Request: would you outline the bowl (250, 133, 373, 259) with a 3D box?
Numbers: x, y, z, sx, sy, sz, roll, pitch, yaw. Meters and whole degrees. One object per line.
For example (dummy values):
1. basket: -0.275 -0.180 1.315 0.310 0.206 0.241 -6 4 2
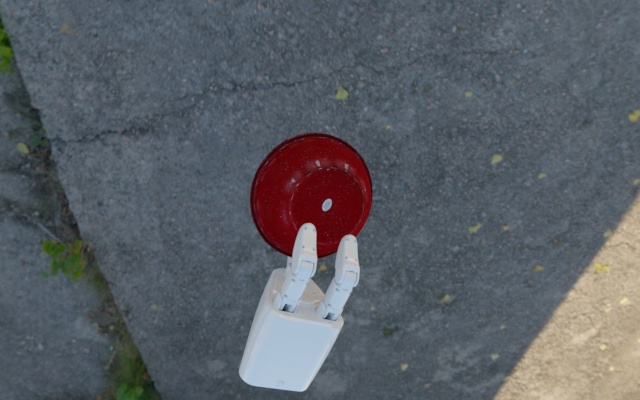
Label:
1. bowl: 0.000 0.001 0.572 0.162 0.162 0.055 0 12 -20
